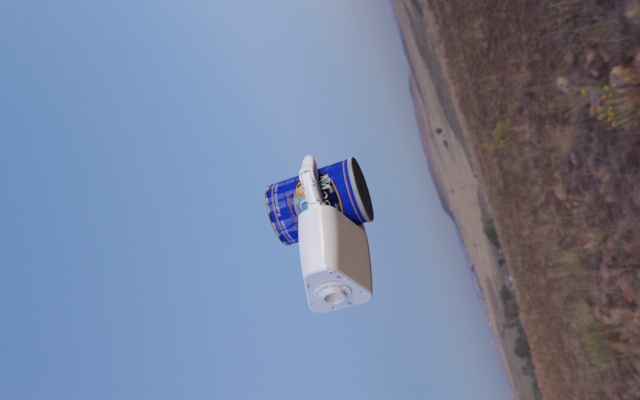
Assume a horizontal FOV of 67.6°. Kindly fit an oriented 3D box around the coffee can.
[{"bbox_3d":[0.000,0.002,0.740,0.140,0.103,0.103,-17,-4,14],"label":"coffee can"}]
